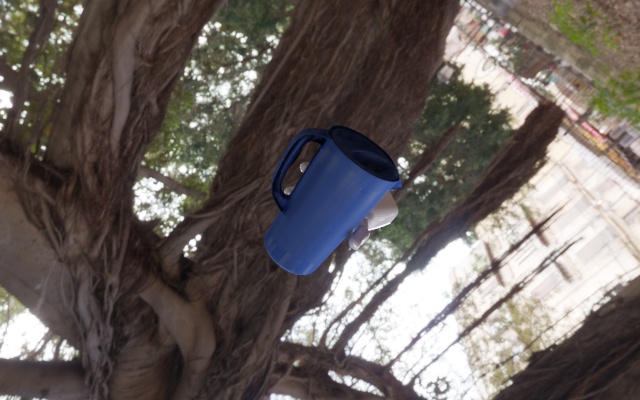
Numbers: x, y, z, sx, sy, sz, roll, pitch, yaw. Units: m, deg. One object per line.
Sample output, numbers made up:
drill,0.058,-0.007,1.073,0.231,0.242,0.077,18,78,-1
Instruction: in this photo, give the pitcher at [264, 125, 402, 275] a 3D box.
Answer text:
pitcher,0.000,0.003,0.782,0.149,0.243,0.145,48,28,21
